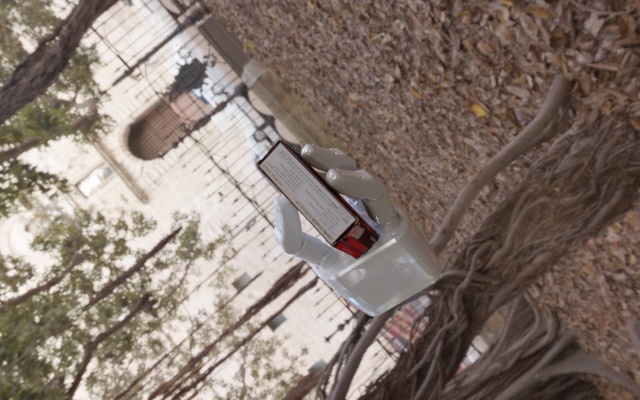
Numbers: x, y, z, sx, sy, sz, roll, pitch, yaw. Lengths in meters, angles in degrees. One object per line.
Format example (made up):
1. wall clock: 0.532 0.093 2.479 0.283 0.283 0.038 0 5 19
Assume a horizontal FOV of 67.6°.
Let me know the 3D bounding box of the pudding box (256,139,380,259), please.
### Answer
1. pudding box: 0.000 0.002 0.457 0.113 0.039 0.090 44 2 23
